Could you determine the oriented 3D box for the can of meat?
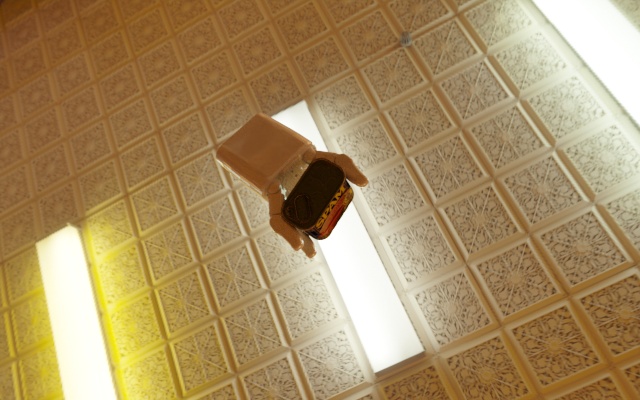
[{"bbox_3d":[0.000,0.002,0.680,0.057,0.102,0.084,31,-6,22],"label":"can of meat"}]
